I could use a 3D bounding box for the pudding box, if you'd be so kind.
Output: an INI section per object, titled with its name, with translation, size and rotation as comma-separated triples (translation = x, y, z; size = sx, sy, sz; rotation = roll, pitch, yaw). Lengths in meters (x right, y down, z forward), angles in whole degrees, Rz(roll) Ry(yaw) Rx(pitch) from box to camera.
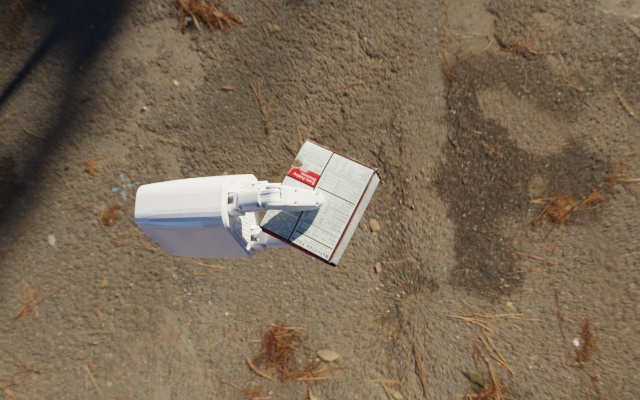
[pudding box]
translation = 0.000, 0.002, 0.513
size = 0.090, 0.113, 0.039
rotation = 26, -5, 17
